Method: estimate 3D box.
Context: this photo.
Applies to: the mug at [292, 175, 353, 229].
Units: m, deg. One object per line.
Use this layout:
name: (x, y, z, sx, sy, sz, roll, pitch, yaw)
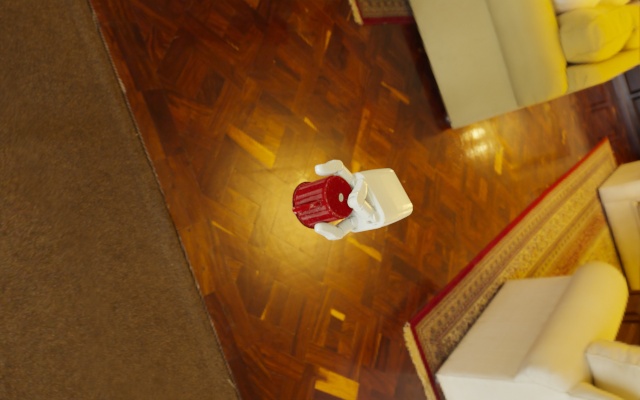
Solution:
mug: (-0.001, 0.003, 0.873, 0.081, 0.093, 0.117, -16, -2, 44)
